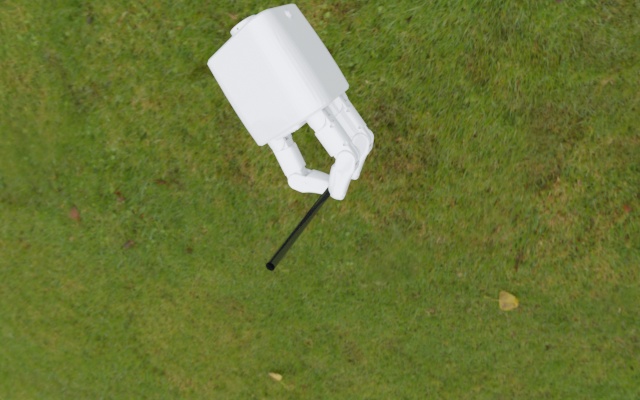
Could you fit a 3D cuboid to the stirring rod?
[{"bbox_3d":[0.000,0.002,0.488,0.011,0.011,0.239,0,26,22],"label":"stirring rod"}]
